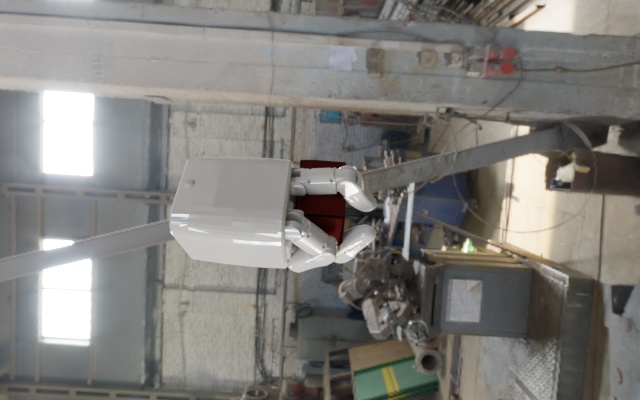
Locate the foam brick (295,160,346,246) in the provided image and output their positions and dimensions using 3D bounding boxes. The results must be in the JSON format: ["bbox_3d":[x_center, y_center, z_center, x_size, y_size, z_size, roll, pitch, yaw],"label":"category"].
[{"bbox_3d":[0.000,0.002,0.508,0.051,0.078,0.053,3,-40,1],"label":"foam brick"}]
